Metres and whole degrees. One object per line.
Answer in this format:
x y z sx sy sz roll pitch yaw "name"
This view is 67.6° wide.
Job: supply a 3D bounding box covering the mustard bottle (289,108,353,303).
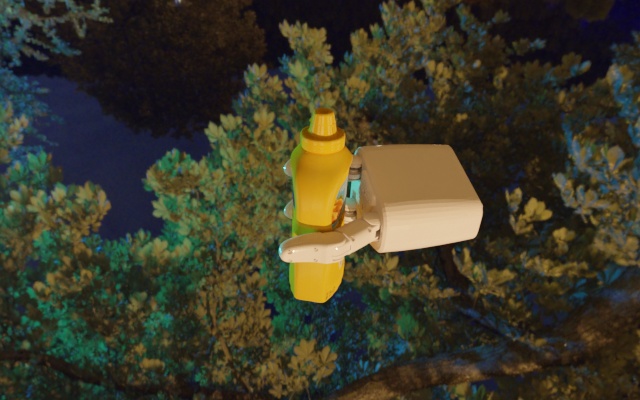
0.000 0.002 0.474 0.058 0.192 0.096 8 33 8 "mustard bottle"
